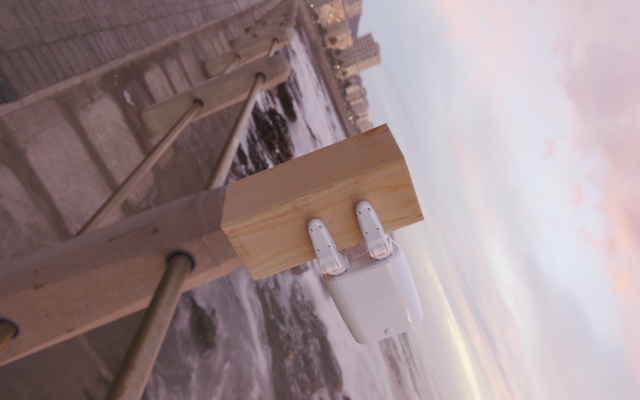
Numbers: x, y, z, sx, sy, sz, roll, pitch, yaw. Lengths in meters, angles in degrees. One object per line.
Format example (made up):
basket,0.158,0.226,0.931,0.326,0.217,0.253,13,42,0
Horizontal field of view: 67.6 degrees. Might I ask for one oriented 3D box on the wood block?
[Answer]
wood block,0.000,0.002,0.553,0.206,0.090,0.090,-20,32,7
